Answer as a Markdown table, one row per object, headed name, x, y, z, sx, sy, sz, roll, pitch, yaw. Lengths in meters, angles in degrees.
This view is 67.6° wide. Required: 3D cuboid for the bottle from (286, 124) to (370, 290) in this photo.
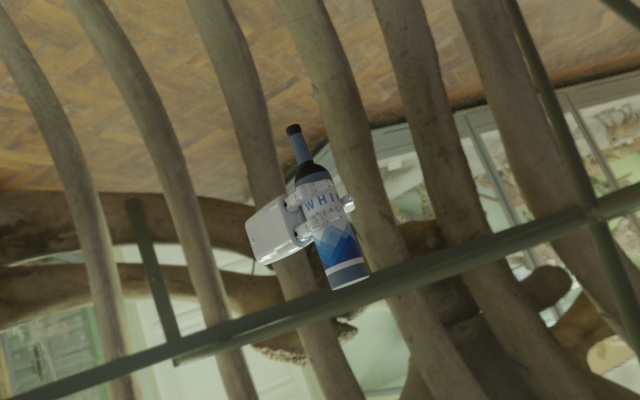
| name | x | y | z | sx | sy | sz | roll | pitch | yaw |
| --- | --- | --- | --- | --- | --- | --- | --- | --- | --- |
| bottle | 0.000 | 0.003 | 0.822 | 0.069 | 0.295 | 0.069 | -19 | -14 | -5 |
